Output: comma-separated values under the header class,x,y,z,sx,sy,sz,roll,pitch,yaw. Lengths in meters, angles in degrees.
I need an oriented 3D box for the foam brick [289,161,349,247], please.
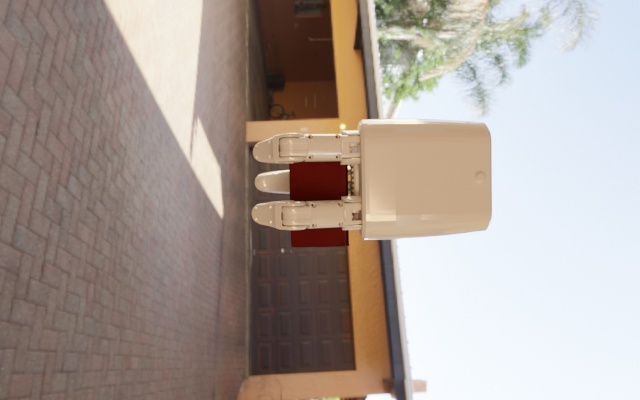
class,x,y,z,sx,sy,sz,roll,pitch,yaw
foam brick,0.000,0.002,0.430,0.051,0.078,0.053,-1,3,2
